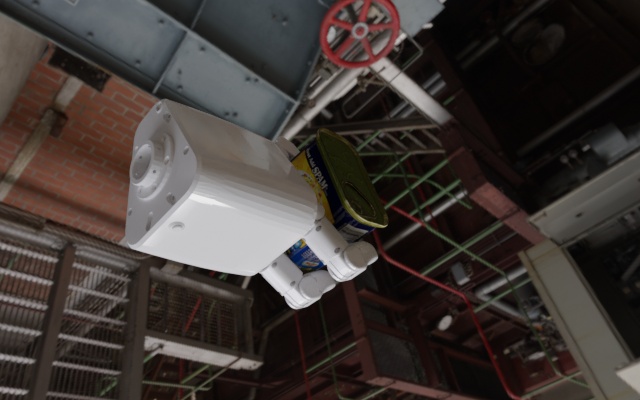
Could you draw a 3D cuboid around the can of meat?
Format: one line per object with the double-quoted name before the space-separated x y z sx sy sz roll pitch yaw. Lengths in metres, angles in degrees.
"can of meat" 0.000 0.002 0.430 0.084 0.102 0.057 -39 -35 27
